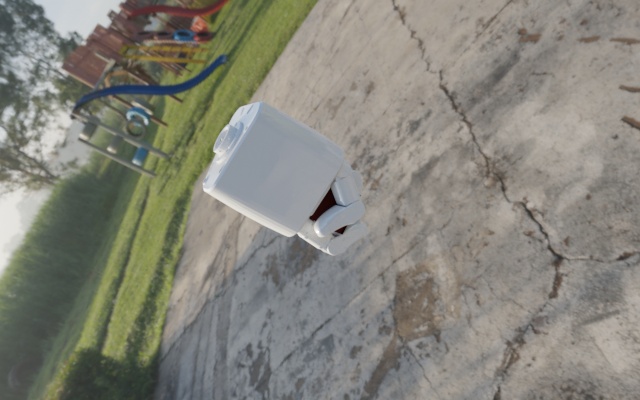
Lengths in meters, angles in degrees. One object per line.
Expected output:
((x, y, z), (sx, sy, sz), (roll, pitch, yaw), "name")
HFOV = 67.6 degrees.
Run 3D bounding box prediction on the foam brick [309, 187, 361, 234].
((0.000, 0.002, 0.568), (0.051, 0.053, 0.078), (29, -8, -26), "foam brick")
